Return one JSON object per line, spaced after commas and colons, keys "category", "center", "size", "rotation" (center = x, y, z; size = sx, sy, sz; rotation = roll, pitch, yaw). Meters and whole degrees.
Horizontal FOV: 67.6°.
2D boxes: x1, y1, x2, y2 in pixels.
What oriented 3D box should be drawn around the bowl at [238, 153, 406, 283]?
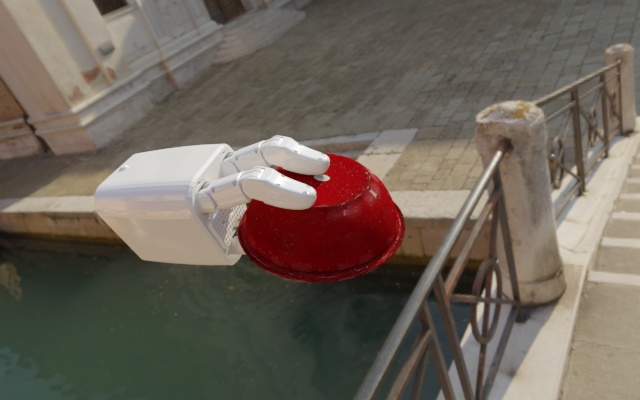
{"category": "bowl", "center": [0.001, 0.001, 0.449], "size": [0.162, 0.055, 0.162], "rotation": [-1, 35, 1]}
